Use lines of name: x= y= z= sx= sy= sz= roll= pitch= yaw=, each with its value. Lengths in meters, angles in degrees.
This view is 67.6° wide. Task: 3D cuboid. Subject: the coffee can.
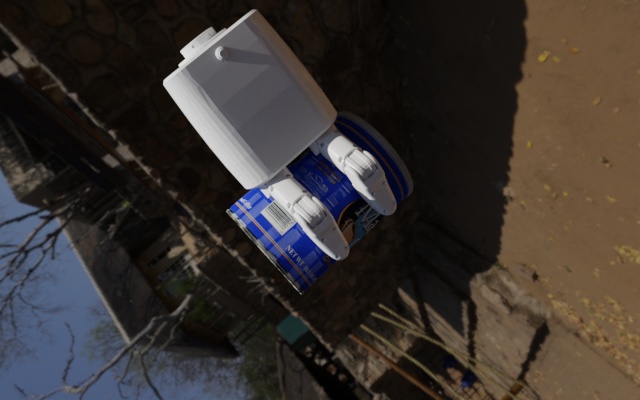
coffee can: x=0.000 y=0.001 z=0.442 sx=0.140 sy=0.103 sz=0.103 roll=-42 pitch=8 yaw=-9
